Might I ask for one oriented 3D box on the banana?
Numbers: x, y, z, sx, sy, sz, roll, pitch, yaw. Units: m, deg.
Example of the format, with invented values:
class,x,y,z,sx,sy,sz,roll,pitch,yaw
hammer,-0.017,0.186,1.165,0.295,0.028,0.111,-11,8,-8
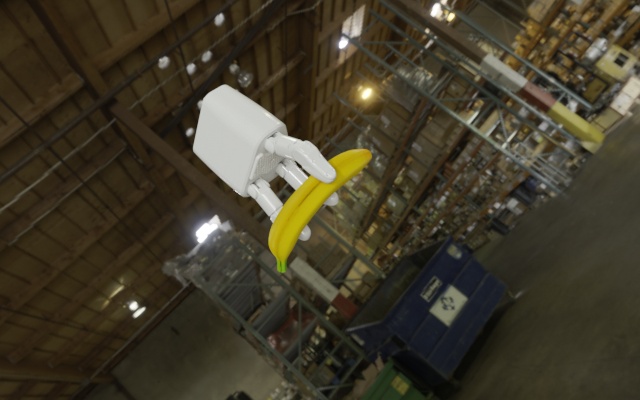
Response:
class,x,y,z,sx,sy,sz,roll,pitch,yaw
banana,-0.006,-0.002,0.599,0.037,0.198,0.070,36,-9,23
